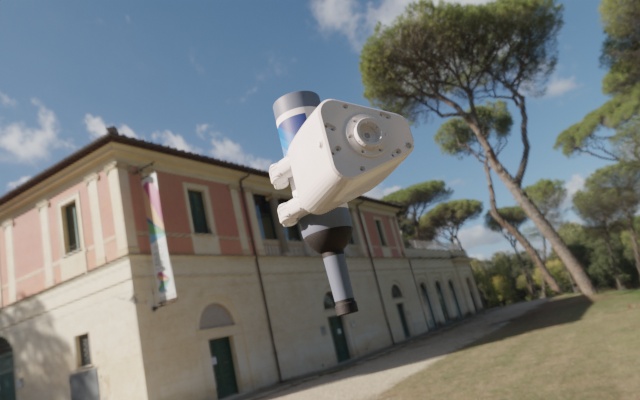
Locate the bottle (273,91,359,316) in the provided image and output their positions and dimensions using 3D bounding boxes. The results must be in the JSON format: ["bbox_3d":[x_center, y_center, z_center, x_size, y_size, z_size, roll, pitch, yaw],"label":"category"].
[{"bbox_3d":[0.000,0.002,0.627,0.069,0.295,0.069,-13,-15,-3],"label":"bottle"}]
